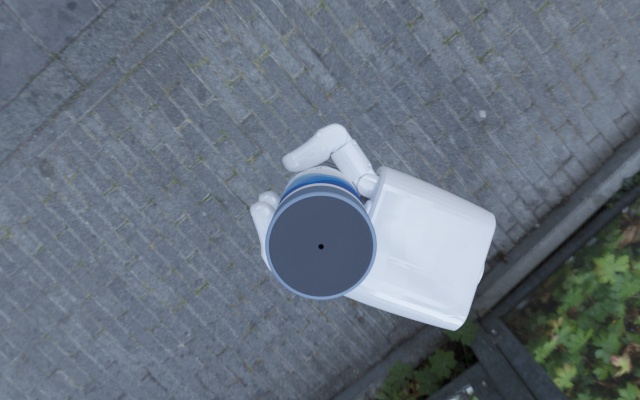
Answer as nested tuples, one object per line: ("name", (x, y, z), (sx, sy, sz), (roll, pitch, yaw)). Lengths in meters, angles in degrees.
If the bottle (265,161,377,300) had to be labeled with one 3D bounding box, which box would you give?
("bottle", (0.000, 0.001, 0.425), (0.069, 0.069, 0.295), (0, 10, 0))
